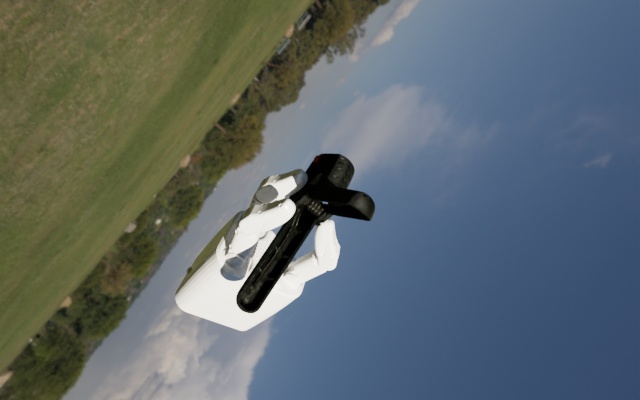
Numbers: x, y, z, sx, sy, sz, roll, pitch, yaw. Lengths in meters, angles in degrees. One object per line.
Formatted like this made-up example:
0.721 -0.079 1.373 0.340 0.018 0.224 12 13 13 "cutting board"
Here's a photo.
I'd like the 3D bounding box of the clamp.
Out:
0.001 0.002 0.476 0.165 0.036 0.209 -38 18 32 "clamp"
